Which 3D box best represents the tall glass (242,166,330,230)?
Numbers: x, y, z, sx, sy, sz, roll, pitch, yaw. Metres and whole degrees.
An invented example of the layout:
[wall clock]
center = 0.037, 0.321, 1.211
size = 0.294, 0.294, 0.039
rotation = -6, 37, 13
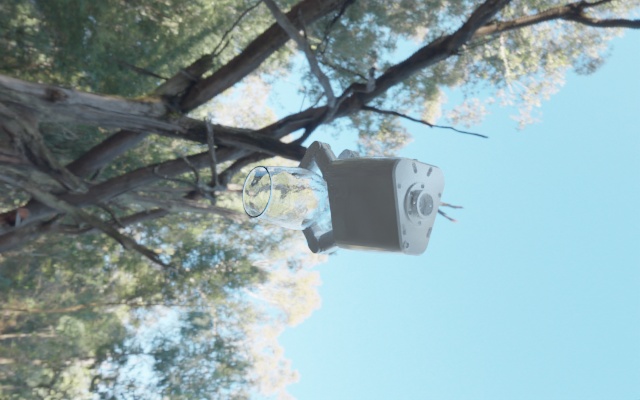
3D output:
[tall glass]
center = 0.001, 0.002, 0.620
size = 0.201, 0.079, 0.079
rotation = 9, -6, -40
